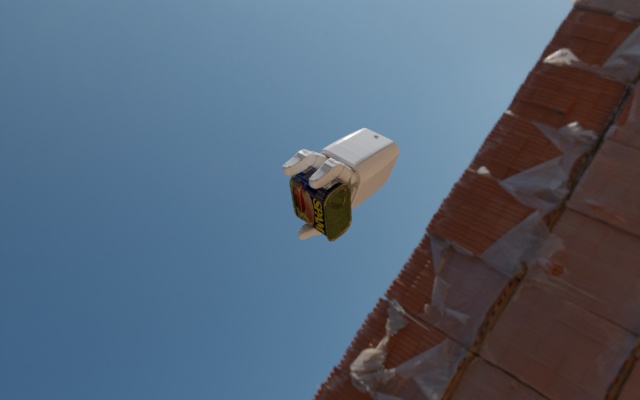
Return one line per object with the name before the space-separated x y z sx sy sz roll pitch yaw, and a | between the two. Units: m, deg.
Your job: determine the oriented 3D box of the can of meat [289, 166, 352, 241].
can of meat | 0.000 0.002 0.769 0.057 0.102 0.084 -36 50 -29
